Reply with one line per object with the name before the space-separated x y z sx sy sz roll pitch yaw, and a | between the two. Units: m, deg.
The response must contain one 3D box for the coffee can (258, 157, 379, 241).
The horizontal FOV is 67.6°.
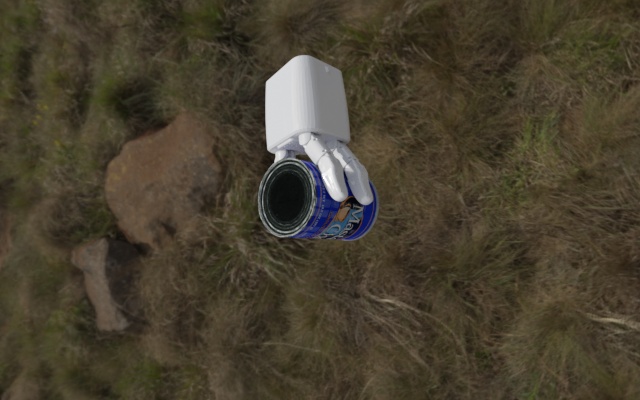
coffee can | 0.000 0.002 0.657 0.103 0.103 0.140 0 -5 40
